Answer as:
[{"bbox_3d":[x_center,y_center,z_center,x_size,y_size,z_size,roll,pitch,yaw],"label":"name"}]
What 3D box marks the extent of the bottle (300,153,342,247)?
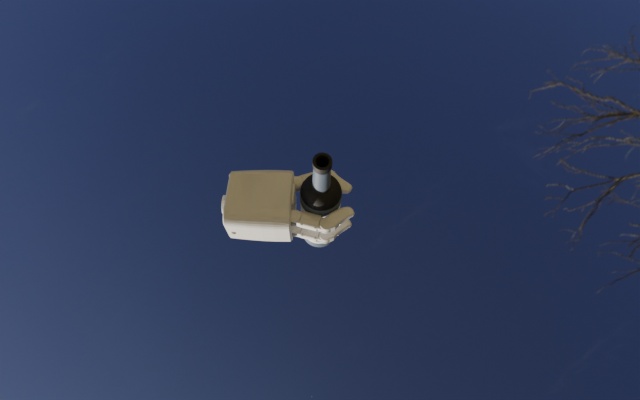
[{"bbox_3d":[0.000,0.003,0.783,0.069,0.069,0.296,0,-22,-1],"label":"bottle"}]
